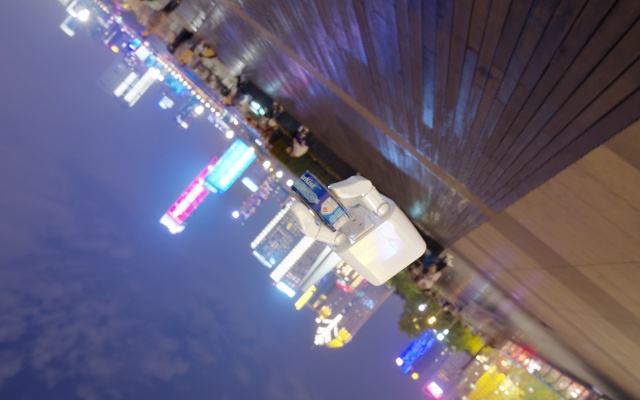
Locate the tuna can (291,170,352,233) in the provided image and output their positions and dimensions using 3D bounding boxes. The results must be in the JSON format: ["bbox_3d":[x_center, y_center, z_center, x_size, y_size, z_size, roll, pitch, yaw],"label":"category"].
[{"bbox_3d":[0.000,0.002,0.631,0.034,0.086,0.086,-44,3,-3],"label":"tuna can"}]
